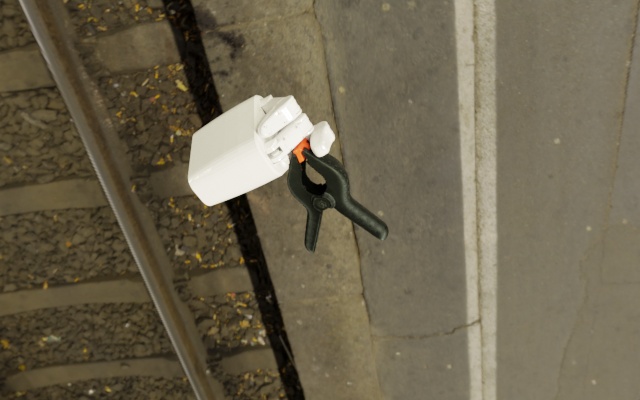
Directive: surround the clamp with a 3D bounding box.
[{"bbox_3d":[0.000,0.002,0.620,0.120,0.171,0.039,-24,25,22],"label":"clamp"}]
